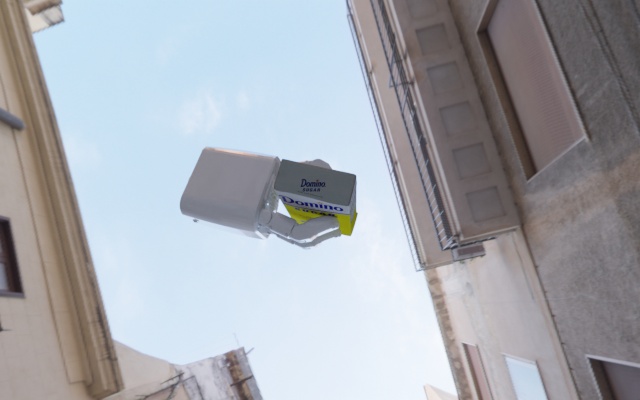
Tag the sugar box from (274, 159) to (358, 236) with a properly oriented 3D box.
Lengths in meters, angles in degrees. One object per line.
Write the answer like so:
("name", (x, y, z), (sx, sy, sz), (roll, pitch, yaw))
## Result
("sugar box", (0.000, 0.003, 0.628), (0.093, 0.048, 0.176), (13, -12, 9))
